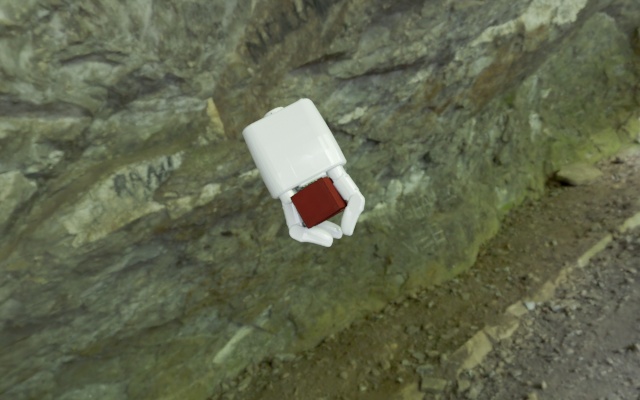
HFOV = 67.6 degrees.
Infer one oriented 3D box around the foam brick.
[{"bbox_3d":[0.000,0.002,0.660,0.053,0.051,0.078,-30,-3,11],"label":"foam brick"}]
